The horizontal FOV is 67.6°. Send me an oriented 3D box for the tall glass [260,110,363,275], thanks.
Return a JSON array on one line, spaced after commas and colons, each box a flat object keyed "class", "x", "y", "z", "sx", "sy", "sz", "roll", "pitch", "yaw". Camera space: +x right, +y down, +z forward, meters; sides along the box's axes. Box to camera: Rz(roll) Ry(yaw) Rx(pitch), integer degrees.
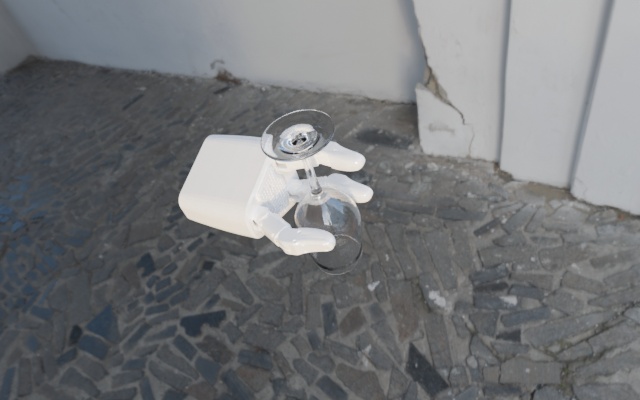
[{"class": "tall glass", "x": 0.000, "y": 0.001, "z": 0.529, "sx": 0.079, "sy": 0.079, "sz": 0.201, "roll": 0, "pitch": -41, "yaw": 18}]
